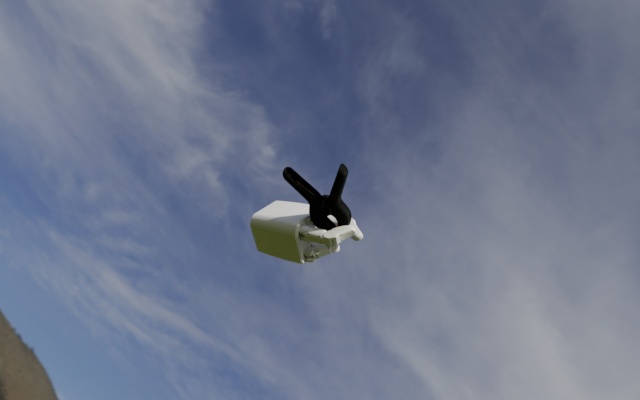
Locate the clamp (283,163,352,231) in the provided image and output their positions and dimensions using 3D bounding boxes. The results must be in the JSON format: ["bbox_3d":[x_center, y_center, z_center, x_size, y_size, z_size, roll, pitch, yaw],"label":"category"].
[{"bbox_3d":[0.001,0.003,0.853,0.120,0.172,0.039,10,41,25],"label":"clamp"}]
